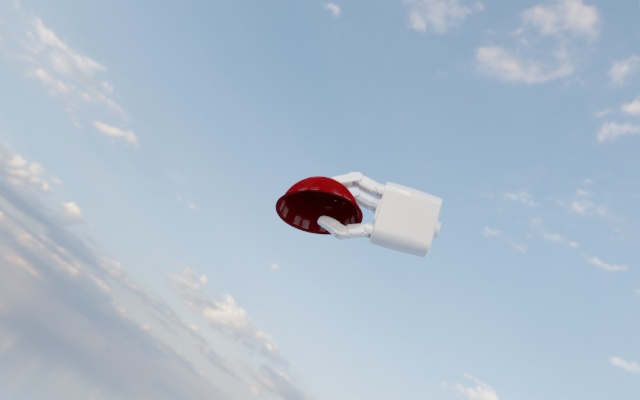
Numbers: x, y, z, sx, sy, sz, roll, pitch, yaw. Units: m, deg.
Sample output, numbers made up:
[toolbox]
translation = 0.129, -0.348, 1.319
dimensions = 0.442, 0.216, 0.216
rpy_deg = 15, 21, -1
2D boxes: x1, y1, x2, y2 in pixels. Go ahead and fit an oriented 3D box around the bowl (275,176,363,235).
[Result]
[bowl]
translation = -0.001, 0.002, 0.884
dimensions = 0.162, 0.055, 0.162
rpy_deg = 6, -31, 3
